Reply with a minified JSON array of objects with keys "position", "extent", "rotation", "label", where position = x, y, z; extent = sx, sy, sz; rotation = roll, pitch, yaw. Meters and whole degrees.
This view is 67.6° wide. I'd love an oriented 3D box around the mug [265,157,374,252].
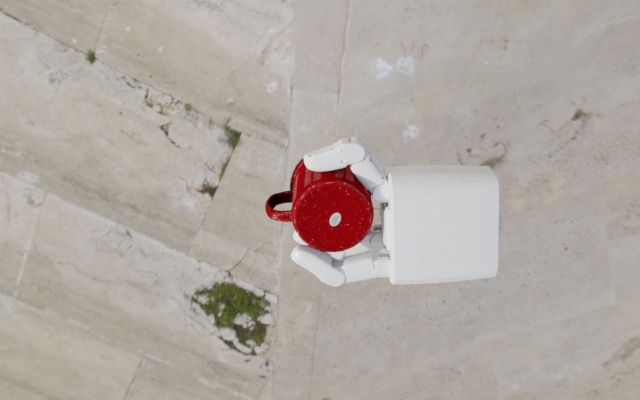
[{"position":[-0.001,0.002,0.499],"extent":[0.117,0.093,0.081],"rotation":[-4,24,2],"label":"mug"}]
